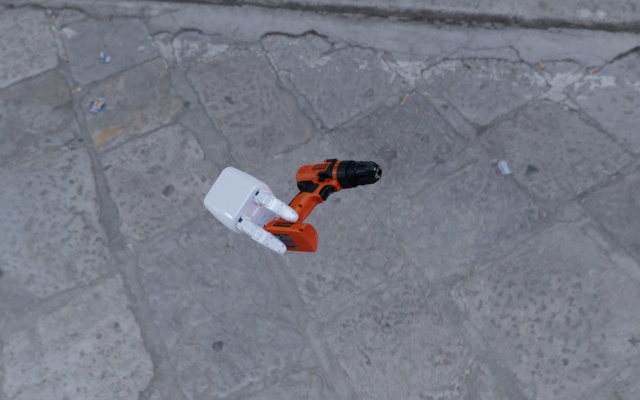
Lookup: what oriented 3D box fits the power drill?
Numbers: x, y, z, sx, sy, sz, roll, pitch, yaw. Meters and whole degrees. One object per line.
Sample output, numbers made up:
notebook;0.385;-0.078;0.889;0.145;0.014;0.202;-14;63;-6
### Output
power drill;0.000;0.003;0.823;0.184;0.057;0.187;-3;42;43
